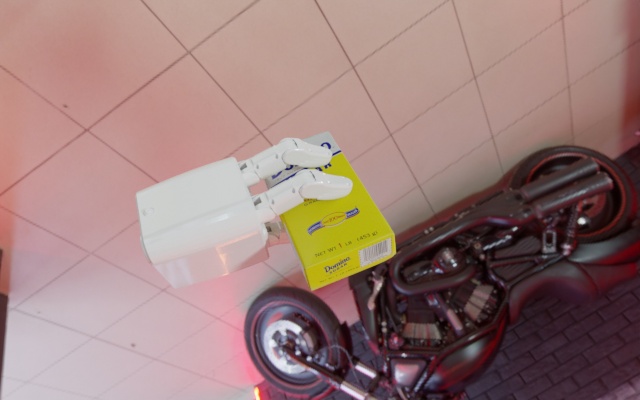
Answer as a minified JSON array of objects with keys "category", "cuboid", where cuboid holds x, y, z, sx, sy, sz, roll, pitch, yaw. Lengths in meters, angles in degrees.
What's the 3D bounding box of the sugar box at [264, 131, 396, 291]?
[{"category":"sugar box","cuboid":[0.000,0.001,0.508,0.093,0.176,0.048,-21,-41,-9]}]
